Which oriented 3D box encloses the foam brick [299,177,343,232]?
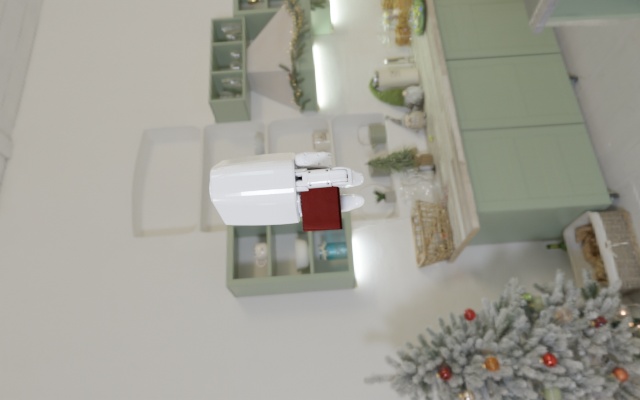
[{"bbox_3d":[0.000,0.002,0.634,0.051,0.078,0.053,-4,-6,-1],"label":"foam brick"}]
